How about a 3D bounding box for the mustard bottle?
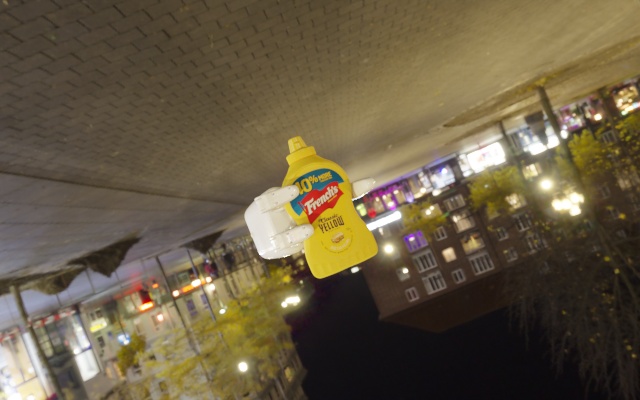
[{"bbox_3d":[0.000,0.002,0.657,0.096,0.191,0.058,-22,-3,-4],"label":"mustard bottle"}]
